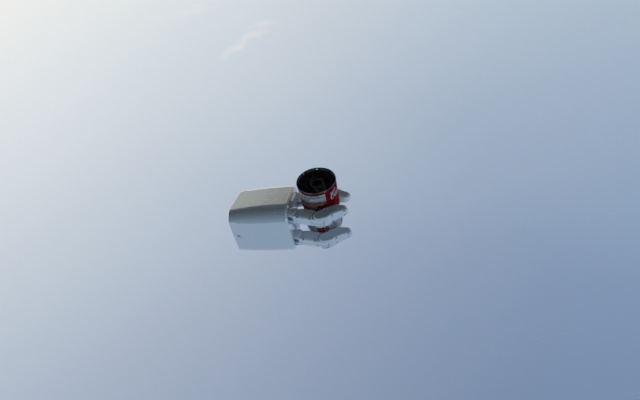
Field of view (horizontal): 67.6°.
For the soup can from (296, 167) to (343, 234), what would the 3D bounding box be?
[{"bbox_3d":[0.001,0.003,0.833,0.068,0.102,0.068,-7,42,6],"label":"soup can"}]
